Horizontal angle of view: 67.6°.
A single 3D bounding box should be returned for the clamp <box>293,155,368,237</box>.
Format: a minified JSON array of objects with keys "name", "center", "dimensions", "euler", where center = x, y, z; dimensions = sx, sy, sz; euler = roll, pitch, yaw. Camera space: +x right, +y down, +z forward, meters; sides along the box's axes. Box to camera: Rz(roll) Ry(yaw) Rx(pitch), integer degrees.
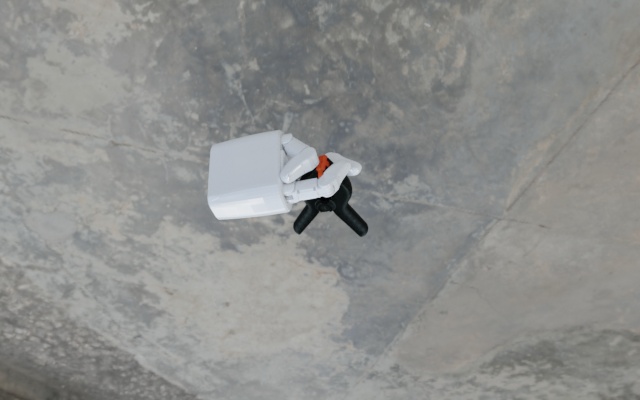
[{"name":"clamp","center":[0.000,0.003,0.720],"dimensions":[0.120,0.039,0.172],"euler":[-9,-44,11]}]
